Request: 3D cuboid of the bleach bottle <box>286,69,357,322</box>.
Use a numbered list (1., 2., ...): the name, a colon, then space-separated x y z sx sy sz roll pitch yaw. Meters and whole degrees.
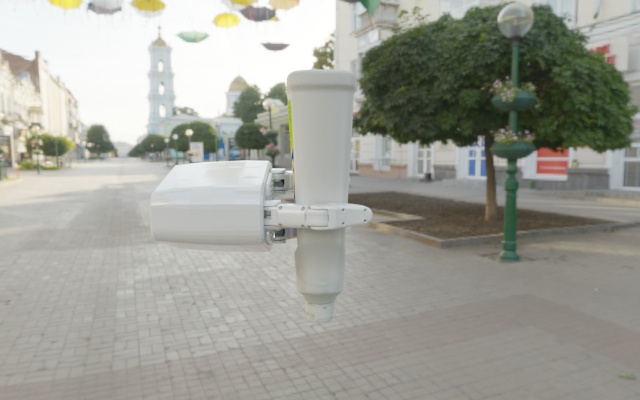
1. bleach bottle: 0.000 0.002 0.490 0.068 0.251 0.102 0 5 -2
